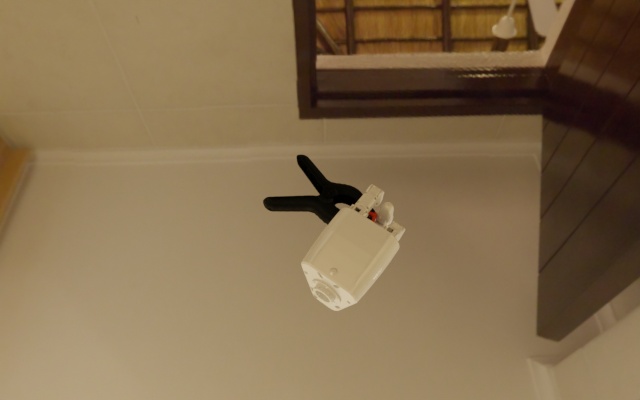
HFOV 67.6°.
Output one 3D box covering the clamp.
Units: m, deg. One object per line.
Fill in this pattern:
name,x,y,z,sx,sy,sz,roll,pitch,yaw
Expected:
clamp,0.000,0.003,0.742,0.171,0.120,0.039,30,-28,20
